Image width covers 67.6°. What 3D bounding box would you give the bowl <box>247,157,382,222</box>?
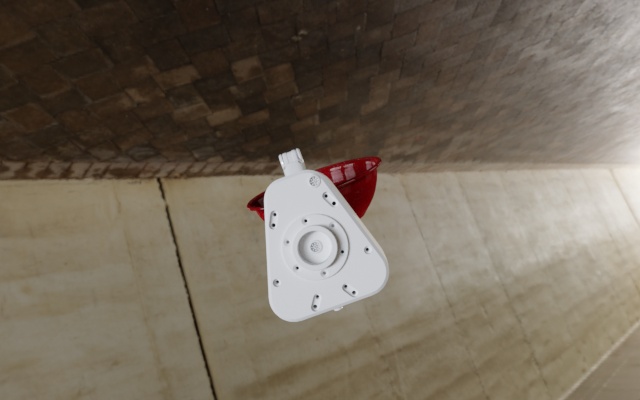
[{"bbox_3d":[0.000,0.002,0.551,0.162,0.055,0.162,-19,12,4],"label":"bowl"}]
